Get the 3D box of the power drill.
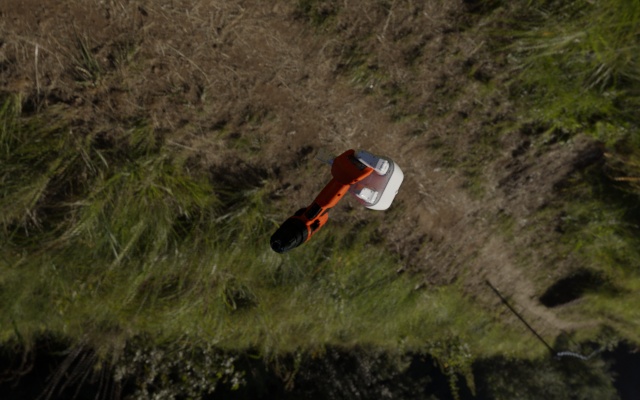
[{"bbox_3d":[0.001,0.002,0.826,0.188,0.057,0.184,-48,-4,27],"label":"power drill"}]
